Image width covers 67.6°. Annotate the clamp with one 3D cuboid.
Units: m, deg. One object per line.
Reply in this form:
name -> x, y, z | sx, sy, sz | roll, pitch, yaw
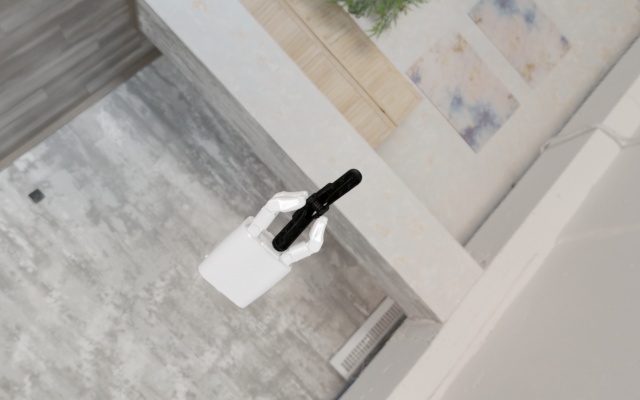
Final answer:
clamp -> 0.001, 0.003, 0.767 | 0.164, 0.036, 0.210 | -41, 4, 8
